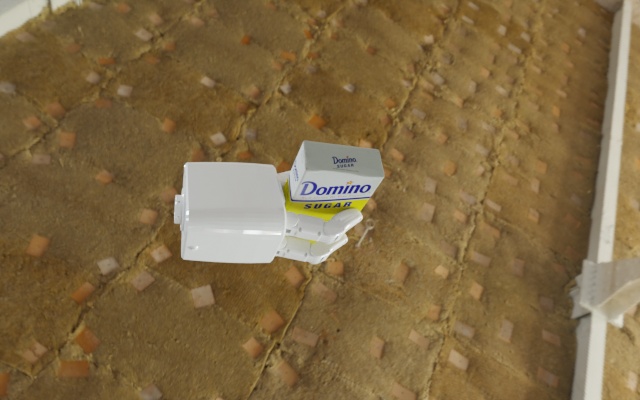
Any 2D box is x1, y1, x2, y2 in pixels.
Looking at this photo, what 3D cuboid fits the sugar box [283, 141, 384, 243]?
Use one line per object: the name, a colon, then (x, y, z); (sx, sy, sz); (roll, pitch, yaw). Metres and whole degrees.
sugar box: (0.000, 0.002, 0.584); (0.093, 0.048, 0.176); (4, -32, -17)
